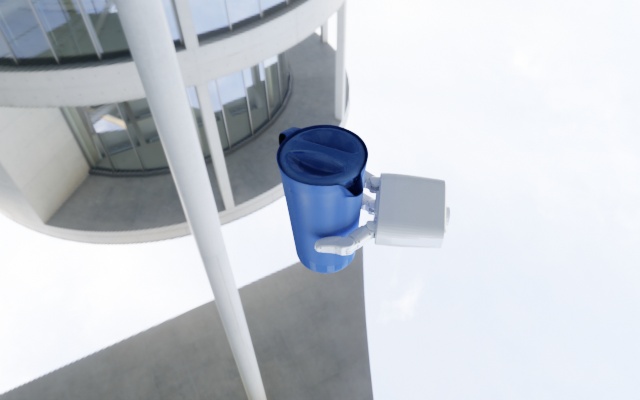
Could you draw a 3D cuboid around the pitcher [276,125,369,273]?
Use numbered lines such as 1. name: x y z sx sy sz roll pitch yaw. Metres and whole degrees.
1. pitcher: 0.000 0.003 0.778 0.145 0.149 0.243 3 -42 5
